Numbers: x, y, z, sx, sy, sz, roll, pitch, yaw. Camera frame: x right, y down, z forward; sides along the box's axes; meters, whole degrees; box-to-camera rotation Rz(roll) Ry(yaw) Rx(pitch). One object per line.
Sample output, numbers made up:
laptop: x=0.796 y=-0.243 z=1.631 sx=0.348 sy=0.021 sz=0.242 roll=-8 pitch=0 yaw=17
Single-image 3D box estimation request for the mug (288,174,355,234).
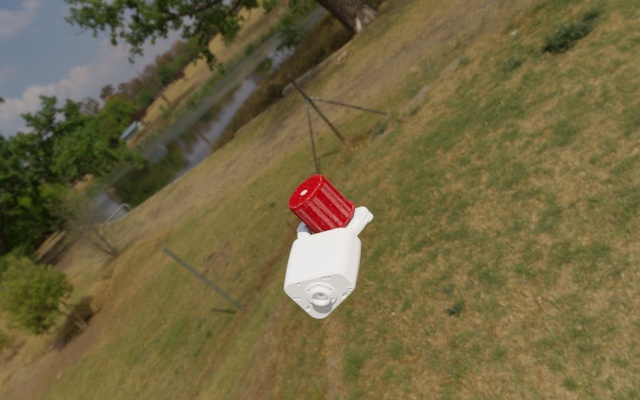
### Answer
mug: x=0.000 y=0.002 z=0.839 sx=0.093 sy=0.081 sz=0.117 roll=-34 pitch=24 yaw=25
